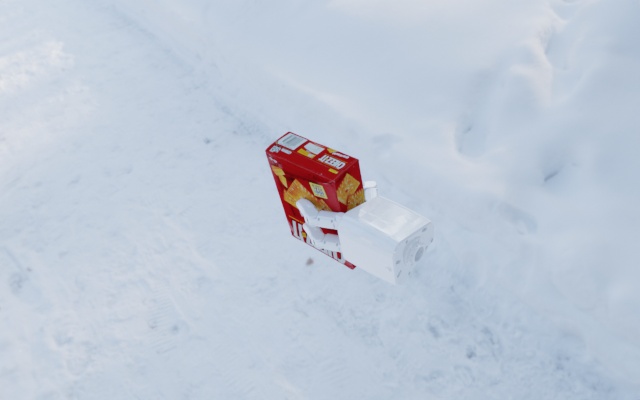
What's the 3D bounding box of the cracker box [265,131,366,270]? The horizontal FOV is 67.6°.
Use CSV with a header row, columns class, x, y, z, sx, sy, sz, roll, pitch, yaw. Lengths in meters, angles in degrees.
class,x,y,z,sx,sy,sz,roll,pitch,yaw
cracker box,0.000,0.003,0.835,0.164,0.214,0.072,26,55,37
